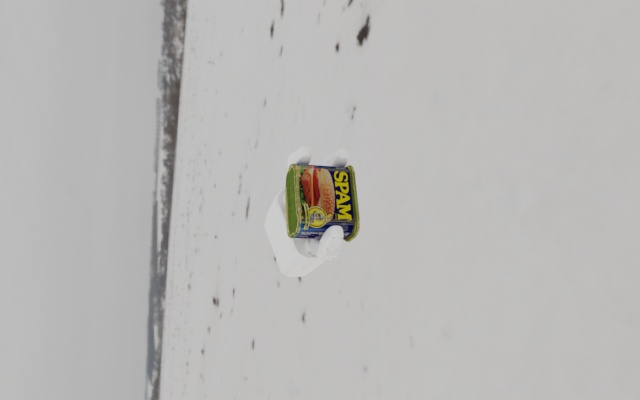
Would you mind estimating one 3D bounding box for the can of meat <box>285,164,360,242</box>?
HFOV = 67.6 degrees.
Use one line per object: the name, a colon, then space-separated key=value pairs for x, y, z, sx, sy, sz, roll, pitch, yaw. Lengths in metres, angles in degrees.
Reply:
can of meat: x=0.000 y=0.002 z=0.632 sx=0.084 sy=0.102 sz=0.057 roll=3 pitch=-22 yaw=-18
